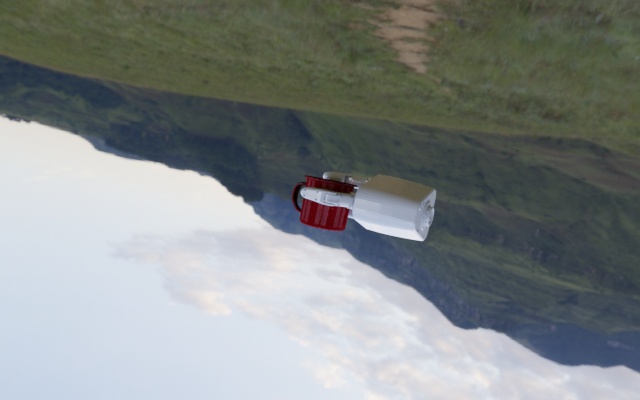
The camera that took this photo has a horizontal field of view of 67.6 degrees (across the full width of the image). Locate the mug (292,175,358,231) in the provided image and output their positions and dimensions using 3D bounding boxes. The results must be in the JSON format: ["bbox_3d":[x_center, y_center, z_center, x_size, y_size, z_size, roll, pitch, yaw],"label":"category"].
[{"bbox_3d":[-0.001,0.003,0.827,0.117,0.081,0.093,13,5,27],"label":"mug"}]
